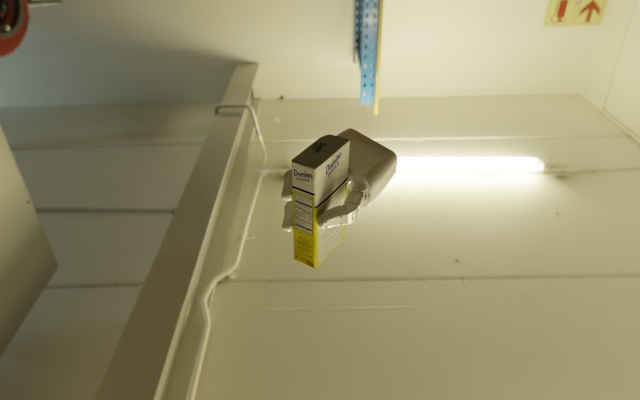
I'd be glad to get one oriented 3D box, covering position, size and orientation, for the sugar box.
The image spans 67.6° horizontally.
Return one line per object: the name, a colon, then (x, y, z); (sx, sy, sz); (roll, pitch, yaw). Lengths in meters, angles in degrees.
sugar box: (0.000, 0.002, 0.687); (0.048, 0.176, 0.093); (18, 38, 26)
